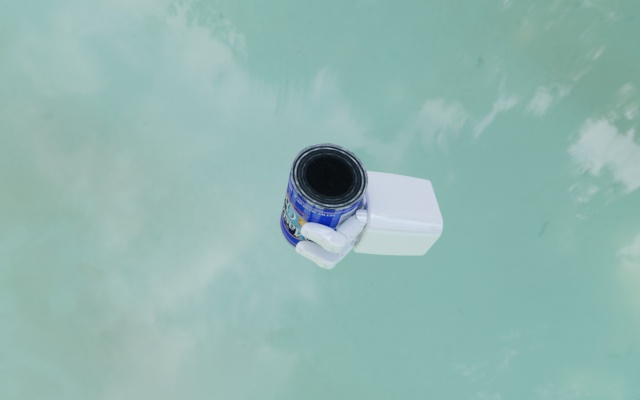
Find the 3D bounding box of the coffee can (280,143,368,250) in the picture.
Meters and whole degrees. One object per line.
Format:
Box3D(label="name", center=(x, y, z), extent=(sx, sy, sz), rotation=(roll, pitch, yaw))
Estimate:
Box3D(label="coffee can", center=(0.000, 0.002, 0.673), extent=(0.103, 0.102, 0.140), rotation=(0, -30, -11))
